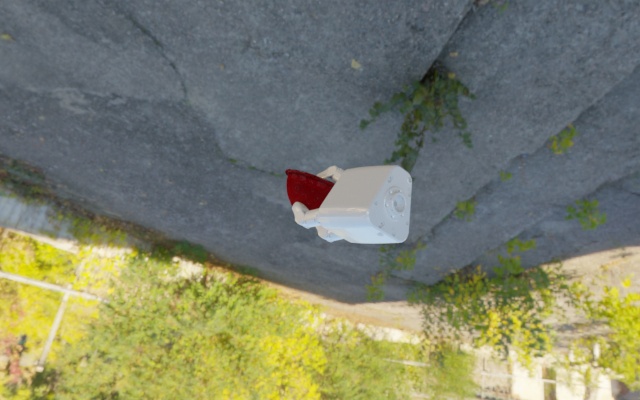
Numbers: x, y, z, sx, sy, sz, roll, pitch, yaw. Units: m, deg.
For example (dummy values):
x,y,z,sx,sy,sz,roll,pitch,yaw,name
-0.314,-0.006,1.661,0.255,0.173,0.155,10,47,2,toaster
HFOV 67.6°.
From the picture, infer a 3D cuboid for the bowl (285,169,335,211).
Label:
x,y,z,sx,sy,sz,roll,pitch,yaw,name
-0.001,0.003,0.858,0.162,0.055,0.162,23,-8,3,bowl
